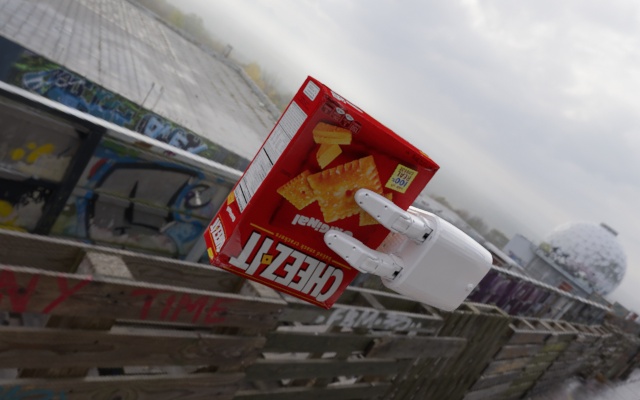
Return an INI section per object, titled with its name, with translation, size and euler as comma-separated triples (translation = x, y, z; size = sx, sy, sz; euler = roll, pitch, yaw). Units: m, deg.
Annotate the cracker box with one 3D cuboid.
[cracker box]
translation = 0.000, 0.001, 0.522
size = 0.164, 0.214, 0.072
euler = 28, 15, -29
